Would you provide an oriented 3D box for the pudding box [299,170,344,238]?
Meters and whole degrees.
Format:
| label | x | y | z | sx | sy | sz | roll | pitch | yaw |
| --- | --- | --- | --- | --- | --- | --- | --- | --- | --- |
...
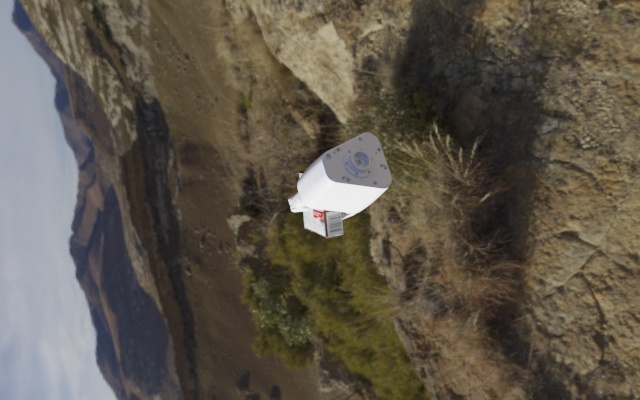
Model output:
| label | x | y | z | sx | sy | sz | roll | pitch | yaw |
| --- | --- | --- | --- | --- | --- | --- | --- | --- | --- |
| pudding box | 0.000 | 0.003 | 0.853 | 0.039 | 0.113 | 0.090 | -10 | 13 | -26 |
